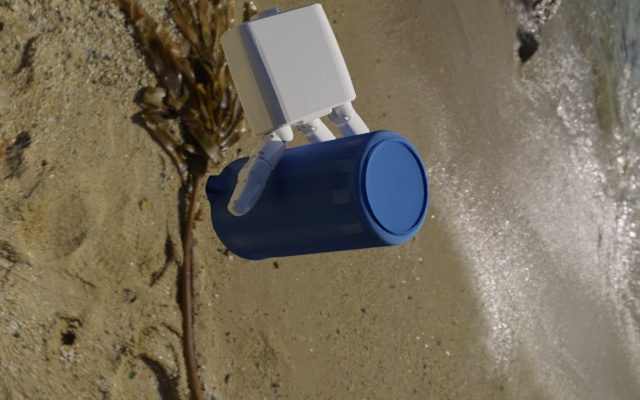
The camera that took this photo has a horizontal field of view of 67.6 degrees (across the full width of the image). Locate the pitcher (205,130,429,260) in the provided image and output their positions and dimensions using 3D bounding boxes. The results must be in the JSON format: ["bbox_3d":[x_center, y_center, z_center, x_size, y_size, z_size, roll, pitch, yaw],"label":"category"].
[{"bbox_3d":[0.000,0.002,0.530,0.149,0.145,0.243,-30,15,-39],"label":"pitcher"}]
